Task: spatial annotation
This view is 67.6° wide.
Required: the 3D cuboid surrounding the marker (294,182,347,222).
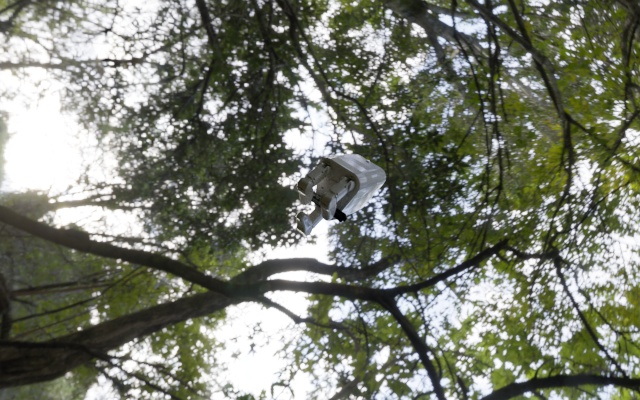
[{"bbox_3d":[0.000,0.003,0.873,0.121,0.020,0.020,35,17,26],"label":"marker"}]
